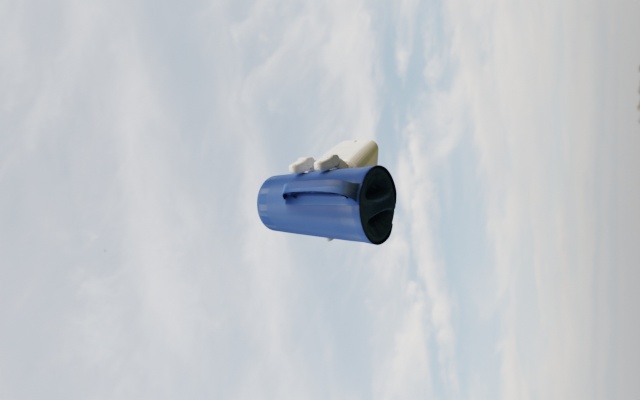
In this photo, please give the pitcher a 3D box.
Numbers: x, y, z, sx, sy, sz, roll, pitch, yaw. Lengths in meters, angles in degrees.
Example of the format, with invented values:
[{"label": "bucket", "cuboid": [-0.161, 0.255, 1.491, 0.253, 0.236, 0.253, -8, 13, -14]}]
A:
[{"label": "pitcher", "cuboid": [0.000, 0.003, 0.853, 0.243, 0.149, 0.145, 1, 30, 35]}]
